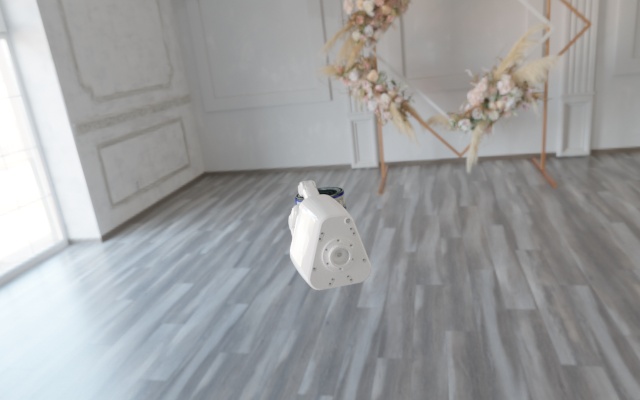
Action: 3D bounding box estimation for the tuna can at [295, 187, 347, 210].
[{"bbox_3d":[0.000,0.002,0.816,0.086,0.034,0.086,-8,13,2],"label":"tuna can"}]
